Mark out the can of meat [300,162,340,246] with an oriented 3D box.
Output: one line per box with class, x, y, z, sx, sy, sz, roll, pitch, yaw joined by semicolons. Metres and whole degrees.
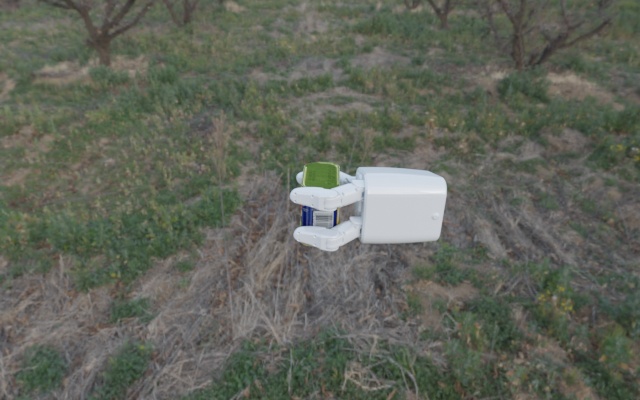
can of meat;0.000;0.002;0.664;0.057;0.084;0.102;2;27;0
